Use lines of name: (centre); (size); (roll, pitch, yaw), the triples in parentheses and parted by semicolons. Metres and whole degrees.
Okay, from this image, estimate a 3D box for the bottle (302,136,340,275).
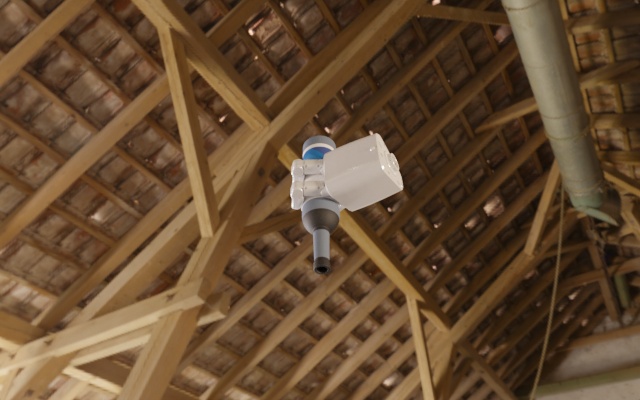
bottle: (0.000, 0.003, 0.864); (0.069, 0.295, 0.069); (-1, -42, -1)
